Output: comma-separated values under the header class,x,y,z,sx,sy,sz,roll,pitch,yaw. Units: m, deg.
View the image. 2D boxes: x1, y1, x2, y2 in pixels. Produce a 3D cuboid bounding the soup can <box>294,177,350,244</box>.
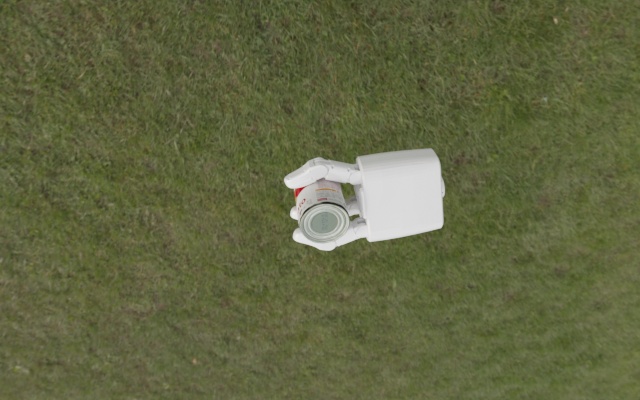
class,x,y,z,sx,sy,sz,roll,pitch,yaw
soup can,0.000,0.002,0.650,0.068,0.068,0.102,0,35,-8
